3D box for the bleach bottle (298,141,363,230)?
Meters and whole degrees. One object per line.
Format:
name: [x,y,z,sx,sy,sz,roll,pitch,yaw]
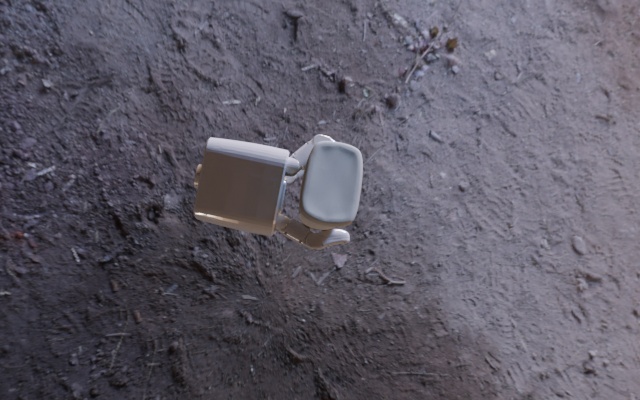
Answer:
bleach bottle: [0.000,0.002,0.657,0.068,0.102,0.251,11,-12,-4]
